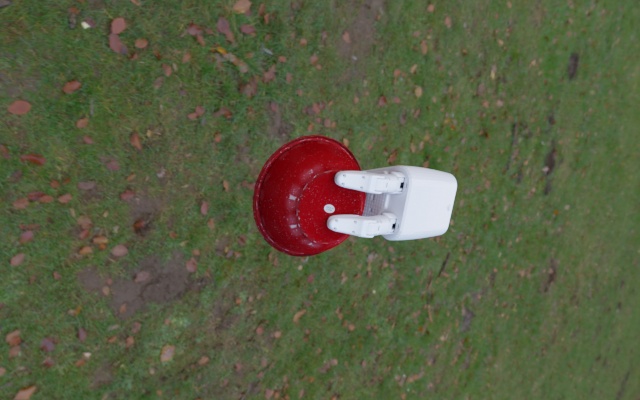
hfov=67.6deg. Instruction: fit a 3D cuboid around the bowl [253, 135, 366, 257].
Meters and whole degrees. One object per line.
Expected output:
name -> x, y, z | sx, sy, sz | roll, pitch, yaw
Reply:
bowl -> -0.001, 0.002, 0.596 | 0.162, 0.162, 0.055 | 0, 14, -29
